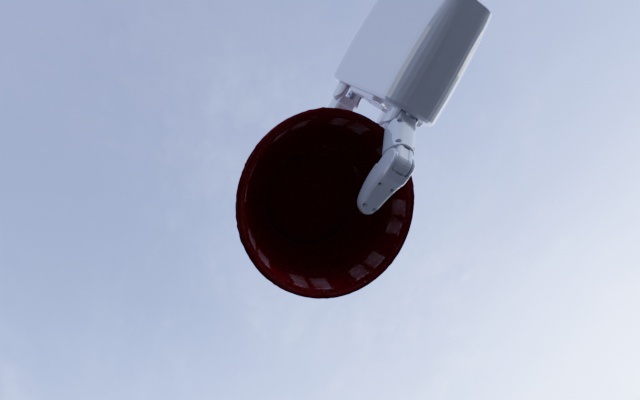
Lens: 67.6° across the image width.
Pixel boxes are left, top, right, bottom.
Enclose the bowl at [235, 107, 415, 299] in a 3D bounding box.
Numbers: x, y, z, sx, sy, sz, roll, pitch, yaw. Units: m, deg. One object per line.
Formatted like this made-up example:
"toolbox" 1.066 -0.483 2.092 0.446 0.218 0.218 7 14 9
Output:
"bowl" -0.001 0.002 0.422 0.162 0.162 0.055 0 6 -22
